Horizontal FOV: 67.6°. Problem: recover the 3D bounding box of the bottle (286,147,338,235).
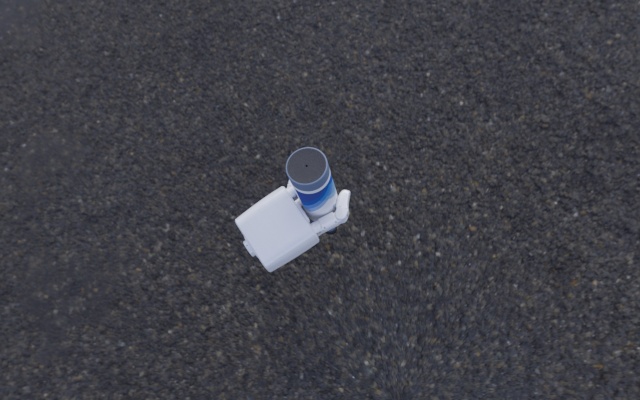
[{"bbox_3d":[0.000,0.003,0.874,0.069,0.069,0.296,0,-23,9],"label":"bottle"}]
